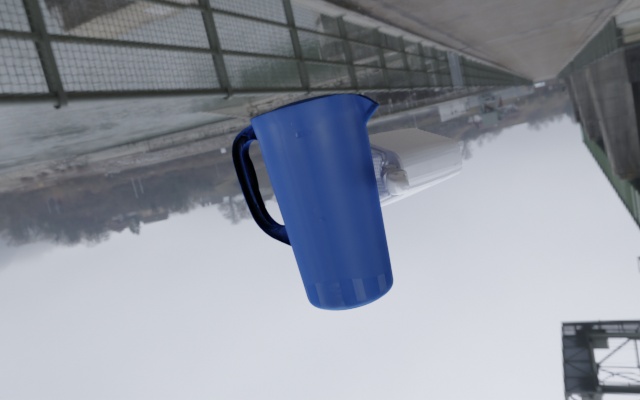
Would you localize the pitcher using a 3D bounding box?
[{"bbox_3d":[0.000,0.002,0.572,0.145,0.243,0.149,-18,9,-27],"label":"pitcher"}]
